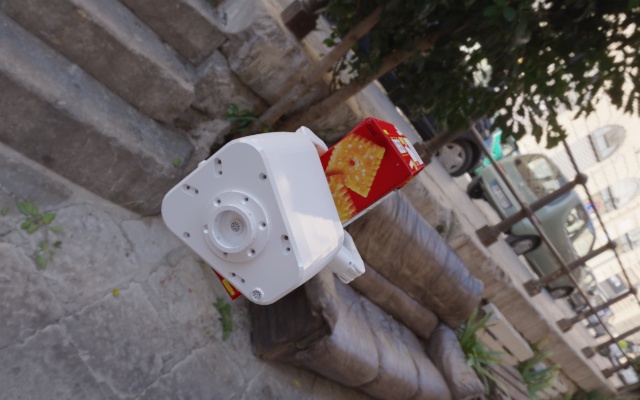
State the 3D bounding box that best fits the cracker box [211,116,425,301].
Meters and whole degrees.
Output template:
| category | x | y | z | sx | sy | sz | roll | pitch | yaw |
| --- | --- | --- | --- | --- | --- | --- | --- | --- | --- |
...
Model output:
| category | x | y | z | sx | sy | sz | roll | pitch | yaw |
| --- | --- | --- | --- | --- | --- | --- | --- | --- | --- |
| cracker box | 0.000 | 0.002 | 0.508 | 0.214 | 0.072 | 0.164 | -35 | -3 | 17 |
